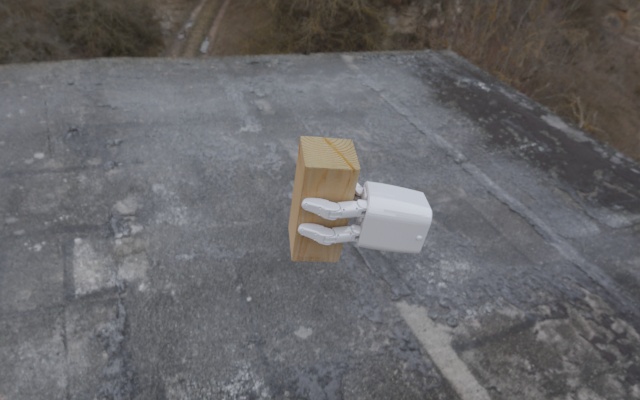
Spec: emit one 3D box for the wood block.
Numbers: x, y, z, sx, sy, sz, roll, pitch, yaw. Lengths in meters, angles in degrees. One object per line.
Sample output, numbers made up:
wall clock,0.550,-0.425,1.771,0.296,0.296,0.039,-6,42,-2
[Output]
wood block,0.001,0.002,0.822,0.090,0.206,0.090,3,39,-10
